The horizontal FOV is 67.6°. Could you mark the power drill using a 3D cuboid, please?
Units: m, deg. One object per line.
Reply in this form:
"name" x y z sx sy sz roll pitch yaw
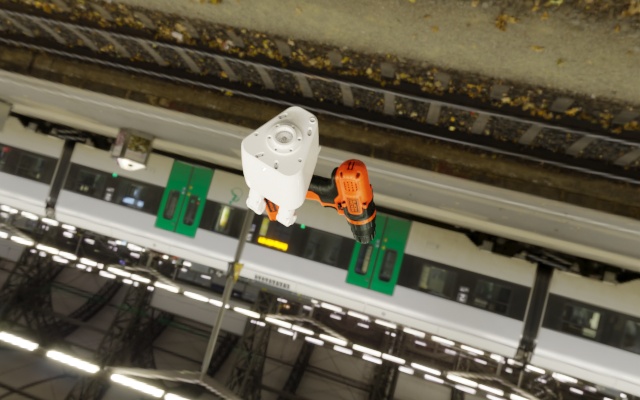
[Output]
"power drill" 0.000 0.002 0.808 0.187 0.057 0.185 3 -43 17
